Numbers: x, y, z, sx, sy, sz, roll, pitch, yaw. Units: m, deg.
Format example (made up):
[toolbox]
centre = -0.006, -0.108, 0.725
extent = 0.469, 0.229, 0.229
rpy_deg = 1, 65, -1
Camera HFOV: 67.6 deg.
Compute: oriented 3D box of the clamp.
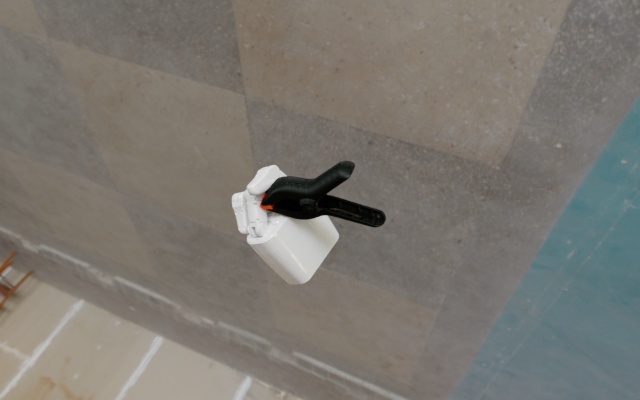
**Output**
[clamp]
centre = 0.000, 0.002, 0.631
extent = 0.171, 0.039, 0.120
rpy_deg = -7, -45, 39
